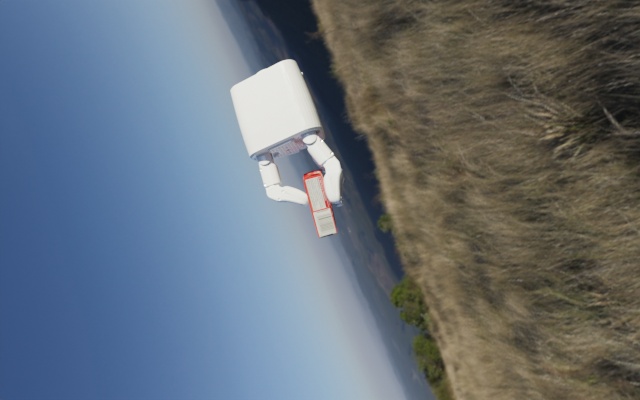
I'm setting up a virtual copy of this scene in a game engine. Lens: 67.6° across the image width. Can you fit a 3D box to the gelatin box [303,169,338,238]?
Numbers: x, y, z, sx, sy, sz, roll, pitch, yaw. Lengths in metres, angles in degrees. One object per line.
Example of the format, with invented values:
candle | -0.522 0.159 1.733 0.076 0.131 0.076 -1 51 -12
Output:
gelatin box | 0.000 0.003 0.685 0.030 0.089 0.073 -15 7 1
